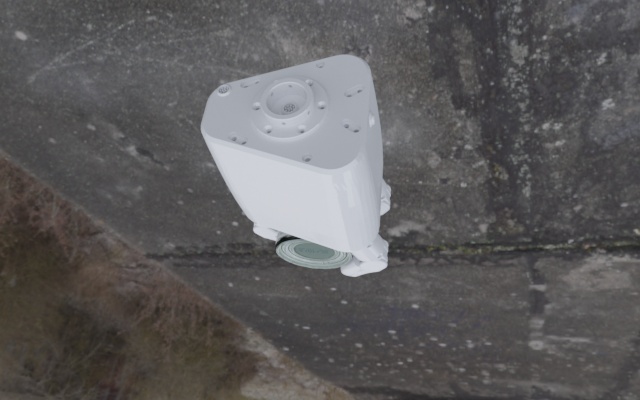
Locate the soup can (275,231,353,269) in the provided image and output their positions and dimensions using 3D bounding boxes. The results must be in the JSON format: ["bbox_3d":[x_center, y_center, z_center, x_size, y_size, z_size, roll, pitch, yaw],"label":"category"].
[{"bbox_3d":[0.000,0.002,0.424,0.068,0.102,0.068,5,-28,3],"label":"soup can"}]
